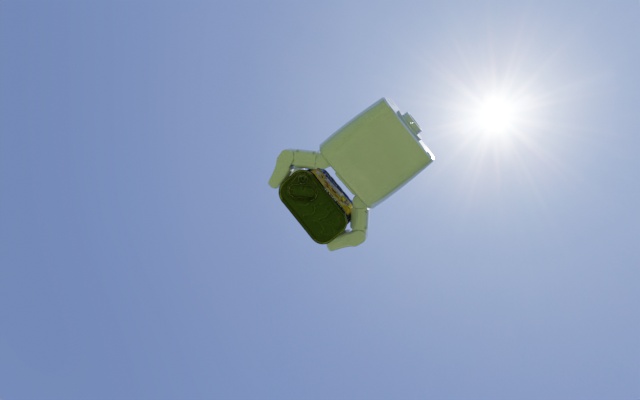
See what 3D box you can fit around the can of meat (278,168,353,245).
[{"bbox_3d":[0.000,0.002,0.664,0.057,0.102,0.084,-40,-3,18],"label":"can of meat"}]
